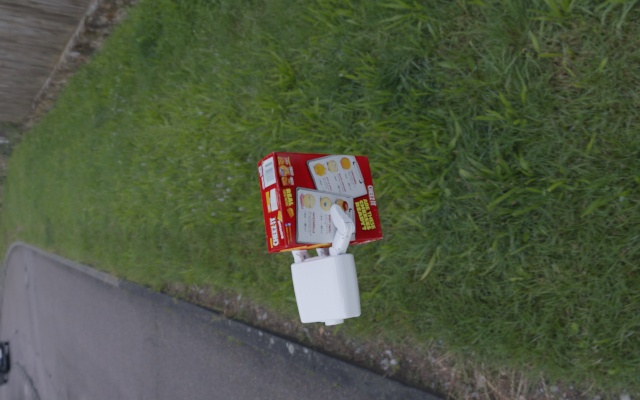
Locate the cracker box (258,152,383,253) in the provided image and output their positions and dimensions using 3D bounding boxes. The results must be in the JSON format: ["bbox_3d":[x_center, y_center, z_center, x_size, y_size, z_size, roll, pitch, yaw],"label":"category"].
[{"bbox_3d":[0.000,0.003,0.863,0.214,0.164,0.072,-1,-13,-37],"label":"cracker box"}]
